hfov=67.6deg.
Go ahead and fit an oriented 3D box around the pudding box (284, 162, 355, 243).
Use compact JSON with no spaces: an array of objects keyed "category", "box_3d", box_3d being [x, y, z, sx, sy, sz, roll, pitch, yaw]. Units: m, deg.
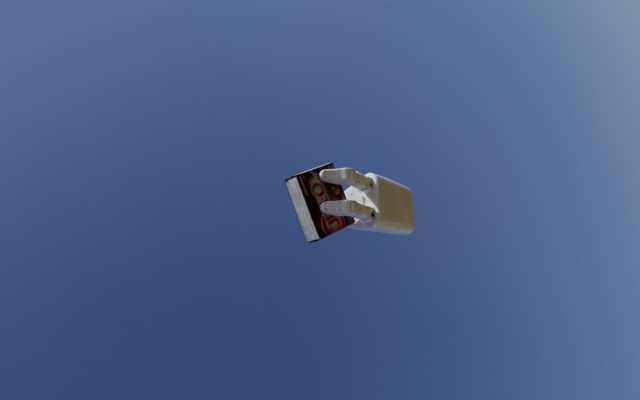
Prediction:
[{"category":"pudding box","box_3d":[0.000,0.003,0.789,0.090,0.113,0.039,-23,1,-44]}]
